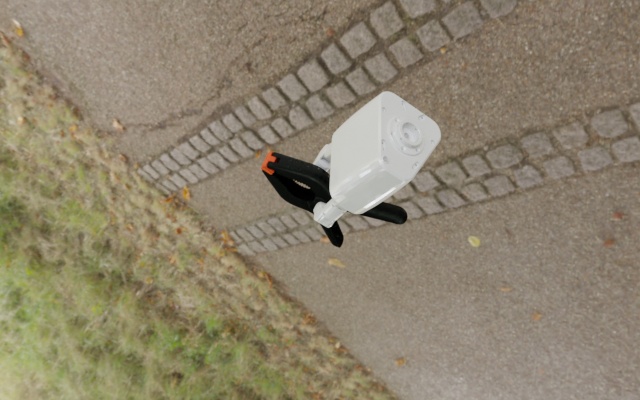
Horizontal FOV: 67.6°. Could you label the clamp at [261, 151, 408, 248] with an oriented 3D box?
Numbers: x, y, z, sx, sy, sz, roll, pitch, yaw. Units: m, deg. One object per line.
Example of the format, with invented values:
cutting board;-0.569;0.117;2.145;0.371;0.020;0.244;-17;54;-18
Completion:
clamp;0.000;0.003;0.706;0.210;0.036;0.165;30;-34;-16
